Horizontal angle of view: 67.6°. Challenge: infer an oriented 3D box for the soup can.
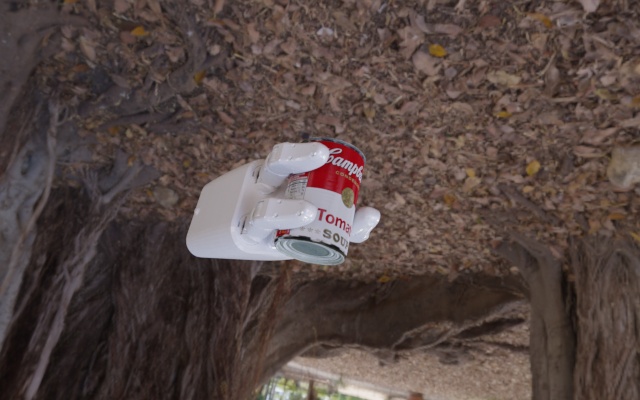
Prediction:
[{"bbox_3d":[0.000,0.002,0.446,0.068,0.102,0.068,11,-23,5],"label":"soup can"}]
